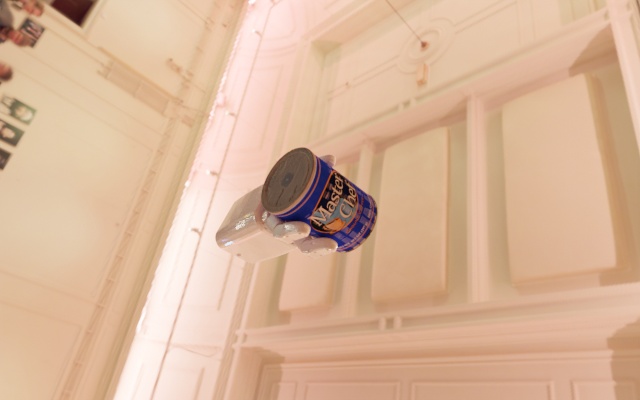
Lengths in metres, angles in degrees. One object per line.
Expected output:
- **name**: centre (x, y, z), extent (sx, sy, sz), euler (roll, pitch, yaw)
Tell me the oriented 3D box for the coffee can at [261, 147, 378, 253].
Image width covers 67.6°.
- **coffee can**: centre (0.000, 0.002, 0.691), extent (0.140, 0.102, 0.103), euler (34, -21, -36)
